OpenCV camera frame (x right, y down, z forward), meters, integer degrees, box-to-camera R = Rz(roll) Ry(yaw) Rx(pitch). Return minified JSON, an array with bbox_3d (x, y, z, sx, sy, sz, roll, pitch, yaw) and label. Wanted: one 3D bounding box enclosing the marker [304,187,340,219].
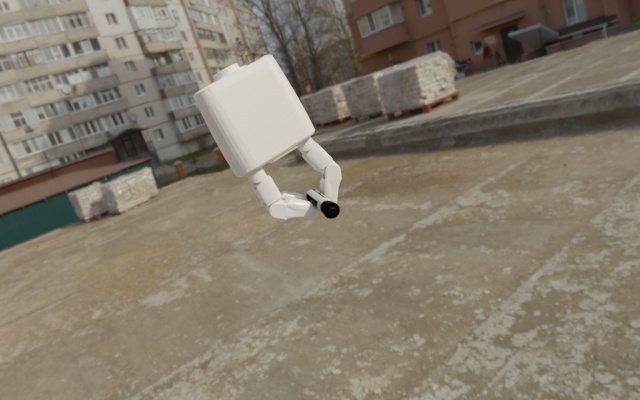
[{"bbox_3d":[0.000,0.002,0.569,0.020,0.020,0.121,0,10,-13],"label":"marker"}]
